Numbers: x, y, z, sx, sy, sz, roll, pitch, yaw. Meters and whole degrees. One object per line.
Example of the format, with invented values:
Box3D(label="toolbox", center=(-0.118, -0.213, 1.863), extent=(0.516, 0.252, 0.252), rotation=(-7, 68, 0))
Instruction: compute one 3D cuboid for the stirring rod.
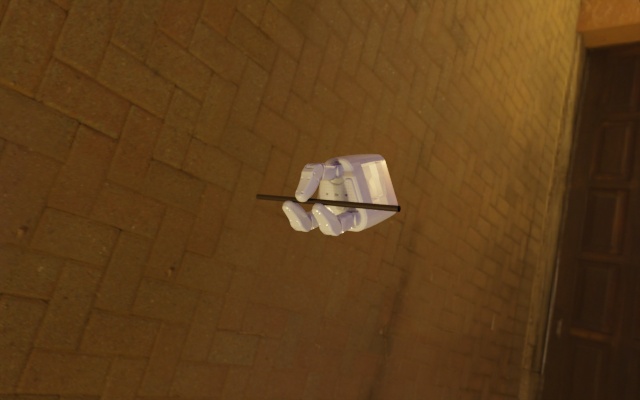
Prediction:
Box3D(label="stirring rod", center=(0.000, 0.002, 0.648), extent=(0.239, 0.011, 0.011), rotation=(5, 3, 38))
